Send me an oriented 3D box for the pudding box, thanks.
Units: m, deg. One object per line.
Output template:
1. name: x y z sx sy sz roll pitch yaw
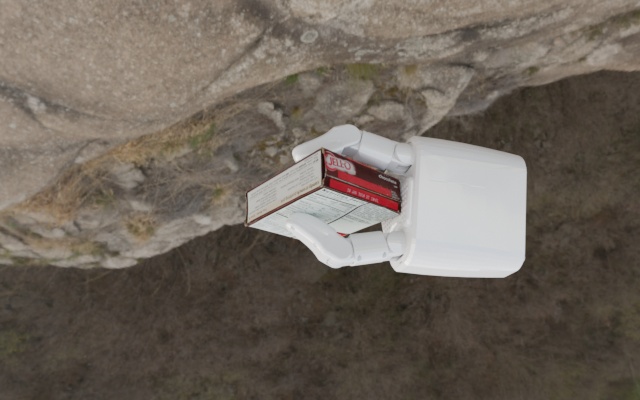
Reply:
1. pudding box: 0.000 0.002 0.419 0.090 0.039 0.113 19 -32 -36
